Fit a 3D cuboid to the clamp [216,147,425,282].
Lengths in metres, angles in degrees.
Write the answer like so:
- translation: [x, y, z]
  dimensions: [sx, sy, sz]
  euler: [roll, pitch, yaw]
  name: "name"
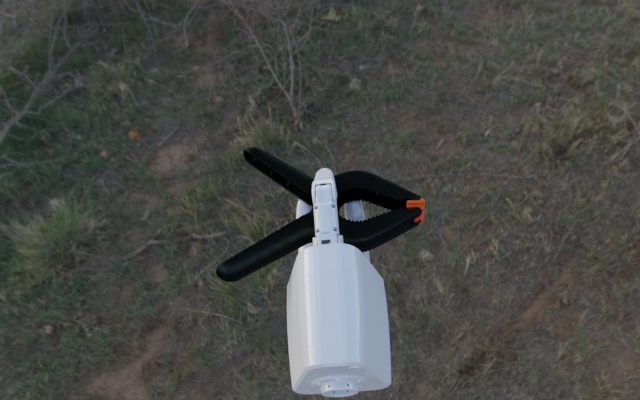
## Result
- translation: [0.001, 0.001, 0.501]
  dimensions: [0.210, 0.164, 0.036]
  euler: [-5, -34, 4]
  name: "clamp"
